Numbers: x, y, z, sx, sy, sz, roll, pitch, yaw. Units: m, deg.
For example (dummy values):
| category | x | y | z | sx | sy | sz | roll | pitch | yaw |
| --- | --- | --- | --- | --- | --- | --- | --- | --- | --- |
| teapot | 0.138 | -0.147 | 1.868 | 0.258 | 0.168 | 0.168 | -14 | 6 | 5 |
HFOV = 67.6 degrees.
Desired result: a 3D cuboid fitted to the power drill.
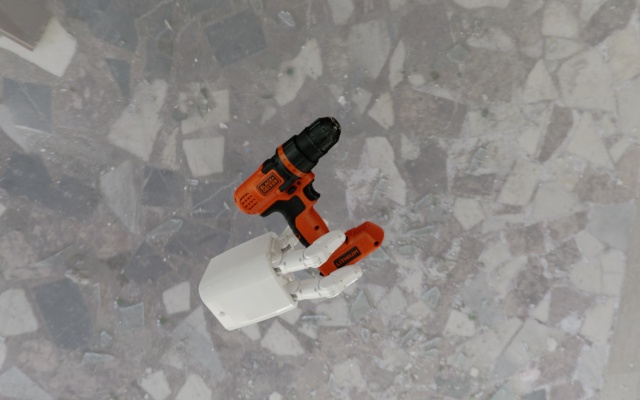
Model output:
| category | x | y | z | sx | sy | sz | roll | pitch | yaw |
| --- | --- | --- | --- | --- | --- | --- | --- | --- | --- |
| power drill | 0.000 | 0.003 | 0.651 | 0.184 | 0.188 | 0.057 | -38 | 10 | 25 |
